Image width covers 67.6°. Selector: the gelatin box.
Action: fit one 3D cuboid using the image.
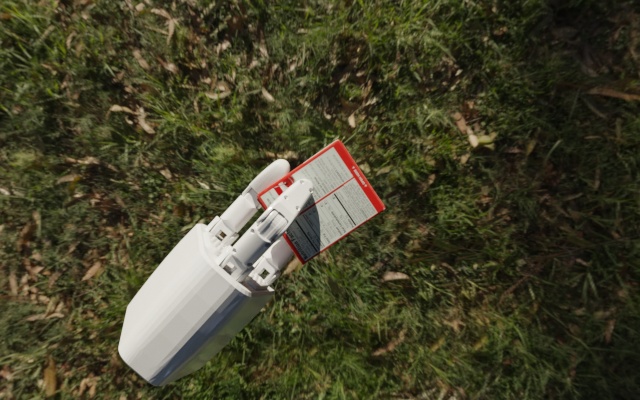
[{"bbox_3d":[0.000,0.001,0.420,0.089,0.073,0.030,-34,2,2],"label":"gelatin box"}]
